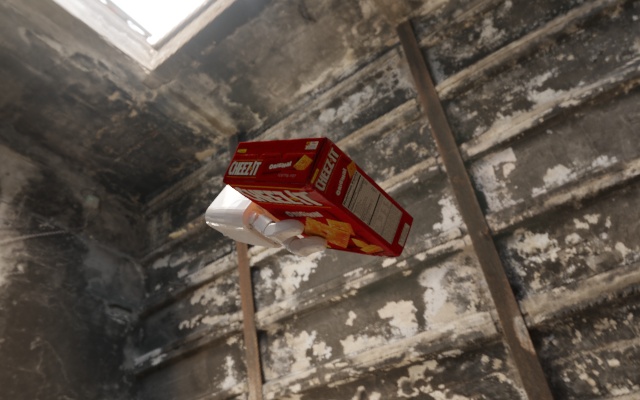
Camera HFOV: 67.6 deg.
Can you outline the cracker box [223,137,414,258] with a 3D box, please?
[{"bbox_3d":[0.000,0.002,0.650,0.164,0.072,0.214,3,-25,43],"label":"cracker box"}]
